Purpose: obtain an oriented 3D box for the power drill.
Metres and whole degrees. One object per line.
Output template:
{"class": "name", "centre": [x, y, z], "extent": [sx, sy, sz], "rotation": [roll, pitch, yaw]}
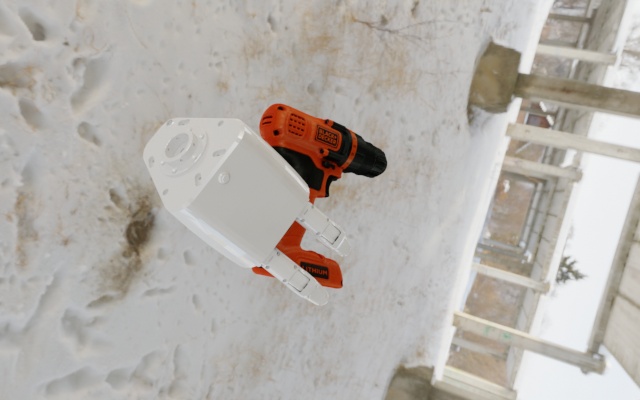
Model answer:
{"class": "power drill", "centre": [0.000, 0.002, 0.544], "extent": [0.184, 0.187, 0.057], "rotation": [16, -13, -38]}
